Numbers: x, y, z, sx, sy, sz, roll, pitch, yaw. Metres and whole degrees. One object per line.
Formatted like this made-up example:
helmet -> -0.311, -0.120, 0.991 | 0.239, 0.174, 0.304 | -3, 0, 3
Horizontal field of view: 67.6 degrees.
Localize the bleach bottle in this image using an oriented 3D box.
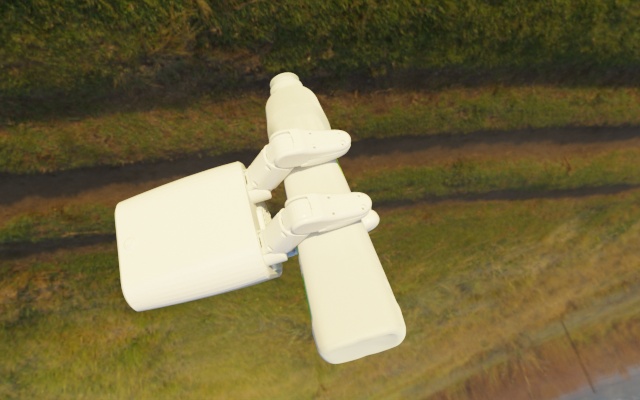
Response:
bleach bottle -> 0.000, 0.001, 0.406 | 0.068, 0.250, 0.103 | -17, -25, 0
